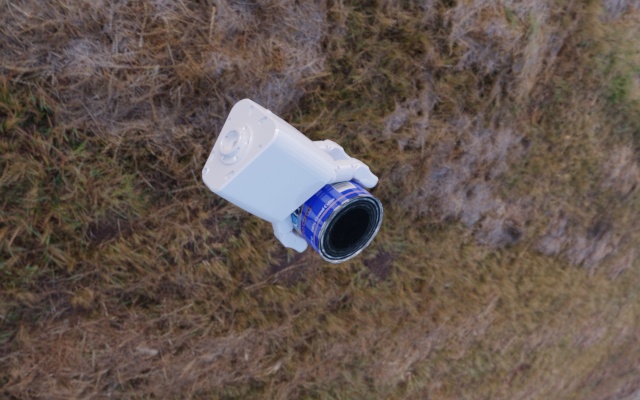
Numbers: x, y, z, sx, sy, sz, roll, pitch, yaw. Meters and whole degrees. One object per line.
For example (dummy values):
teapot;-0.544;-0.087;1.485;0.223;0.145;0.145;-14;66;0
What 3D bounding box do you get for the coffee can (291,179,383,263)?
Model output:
coffee can;0.000;0.002;0.645;0.103;0.103;0.140;0;30;-41
